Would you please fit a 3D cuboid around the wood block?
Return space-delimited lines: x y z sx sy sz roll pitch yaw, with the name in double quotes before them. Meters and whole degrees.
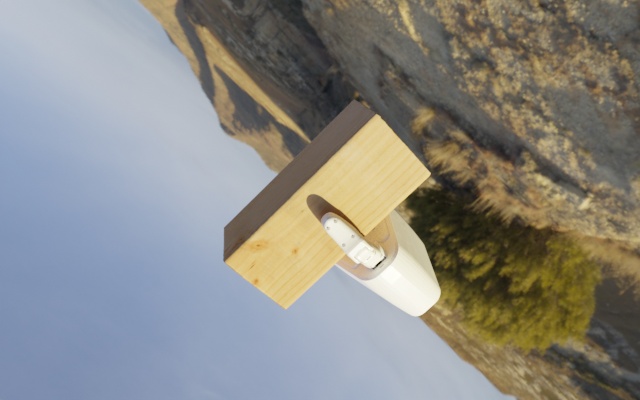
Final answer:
"wood block" 0.000 0.002 0.509 0.090 0.206 0.090 43 7 -22
